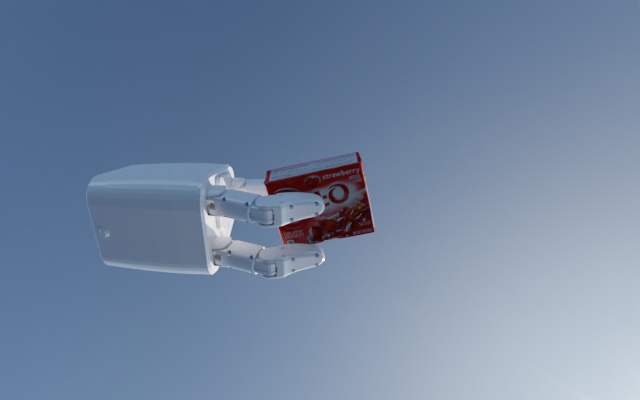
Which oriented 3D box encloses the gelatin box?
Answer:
[{"bbox_3d":[0.000,0.001,0.441,0.089,0.073,0.030,-12,27,5],"label":"gelatin box"}]
